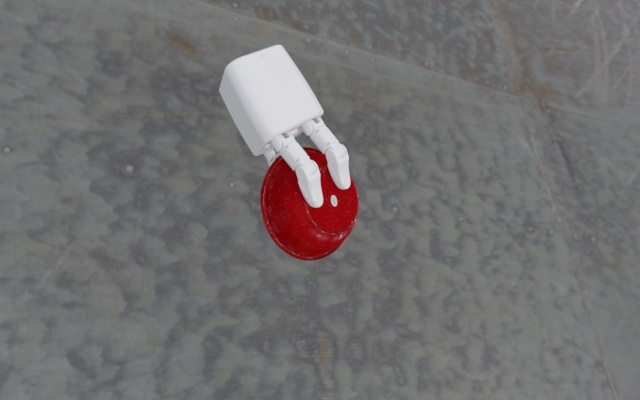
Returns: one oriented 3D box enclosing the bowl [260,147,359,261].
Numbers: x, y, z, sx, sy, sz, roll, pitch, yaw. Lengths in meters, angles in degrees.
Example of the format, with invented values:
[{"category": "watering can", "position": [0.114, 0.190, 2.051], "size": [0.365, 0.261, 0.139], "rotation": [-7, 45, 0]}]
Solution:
[{"category": "bowl", "position": [0.001, 0.003, 0.656], "size": [0.162, 0.162, 0.055], "rotation": [0, -5, -38]}]
